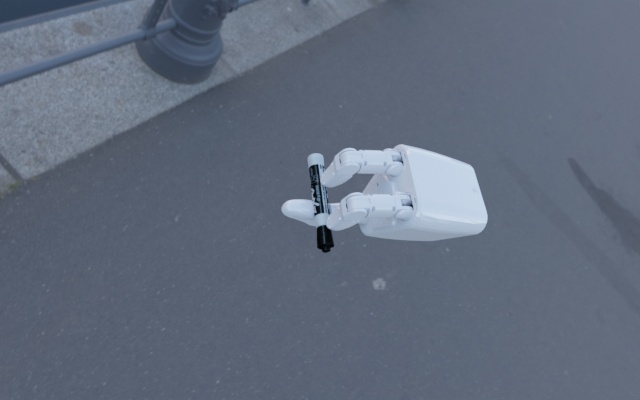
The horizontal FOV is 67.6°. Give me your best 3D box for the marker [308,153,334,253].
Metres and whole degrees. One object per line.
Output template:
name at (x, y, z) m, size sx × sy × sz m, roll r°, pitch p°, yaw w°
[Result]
marker at (0.000, 0.002, 0.544) m, size 0.020 × 0.121 × 0.020 m, roll -5°, pitch -27°, yaw -3°
